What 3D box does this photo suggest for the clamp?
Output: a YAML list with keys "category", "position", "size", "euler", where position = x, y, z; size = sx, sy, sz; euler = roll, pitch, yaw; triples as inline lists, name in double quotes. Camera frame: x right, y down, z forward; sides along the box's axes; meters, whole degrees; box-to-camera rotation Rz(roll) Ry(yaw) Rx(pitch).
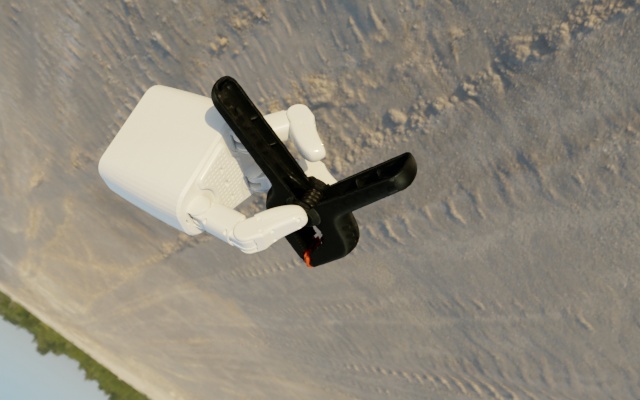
- category: "clamp"
  position: [-0.001, 0.002, 0.404]
  size: [0.164, 0.036, 0.210]
  euler: [23, -31, 23]
